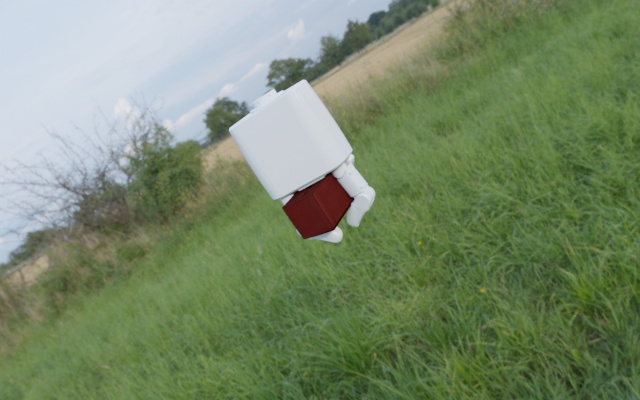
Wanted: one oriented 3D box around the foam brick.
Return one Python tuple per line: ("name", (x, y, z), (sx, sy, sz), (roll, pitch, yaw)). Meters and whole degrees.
("foam brick", (0.000, 0.002, 0.592), (0.053, 0.051, 0.078), (-22, 19, 37))
